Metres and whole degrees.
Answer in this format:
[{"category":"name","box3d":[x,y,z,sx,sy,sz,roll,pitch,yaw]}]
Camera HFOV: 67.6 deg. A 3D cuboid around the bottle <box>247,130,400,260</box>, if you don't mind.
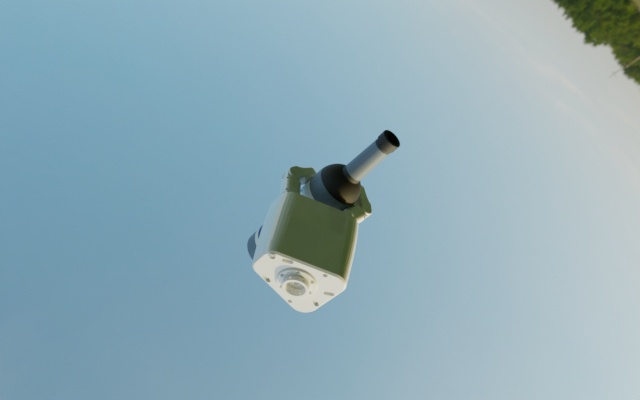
[{"category":"bottle","box3d":[0.000,0.002,0.677,0.069,0.069,0.296,0,-33,-46]}]
